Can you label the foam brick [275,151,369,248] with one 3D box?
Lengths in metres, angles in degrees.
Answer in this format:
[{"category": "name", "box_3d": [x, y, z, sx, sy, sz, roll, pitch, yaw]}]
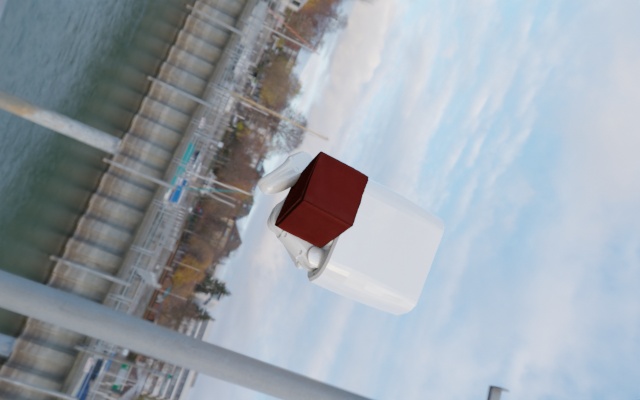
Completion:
[{"category": "foam brick", "box_3d": [0.000, 0.001, 0.435, 0.051, 0.053, 0.078, 27, -27, -11]}]
